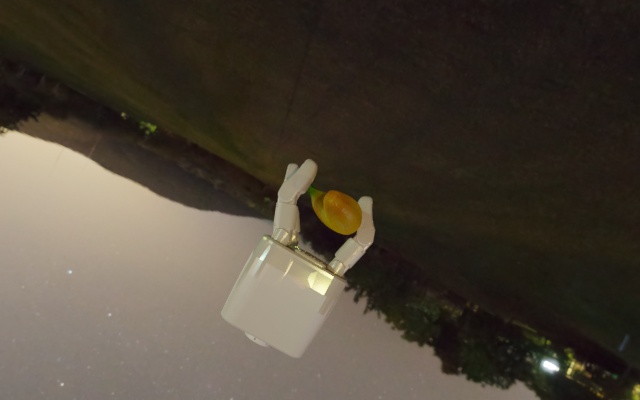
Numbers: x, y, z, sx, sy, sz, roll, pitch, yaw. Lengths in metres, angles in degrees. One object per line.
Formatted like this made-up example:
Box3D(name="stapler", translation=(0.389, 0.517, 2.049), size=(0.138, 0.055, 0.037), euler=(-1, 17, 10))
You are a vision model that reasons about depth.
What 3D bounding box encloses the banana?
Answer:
Box3D(name="banana", translation=(0.015, 0.012, 0.540), size=(0.069, 0.037, 0.198), euler=(34, -3, -11))
